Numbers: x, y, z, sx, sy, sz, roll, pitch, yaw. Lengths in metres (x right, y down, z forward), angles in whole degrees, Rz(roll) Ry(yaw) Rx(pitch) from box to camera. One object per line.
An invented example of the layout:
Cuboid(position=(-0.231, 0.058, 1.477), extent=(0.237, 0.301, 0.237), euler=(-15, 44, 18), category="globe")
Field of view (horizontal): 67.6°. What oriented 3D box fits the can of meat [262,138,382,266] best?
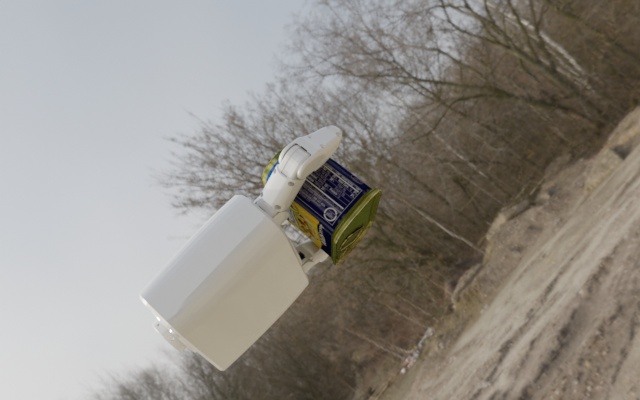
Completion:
Cuboid(position=(0.000, 0.001, 0.418), extent=(0.084, 0.057, 0.102), euler=(38, -16, 15), category="can of meat")
